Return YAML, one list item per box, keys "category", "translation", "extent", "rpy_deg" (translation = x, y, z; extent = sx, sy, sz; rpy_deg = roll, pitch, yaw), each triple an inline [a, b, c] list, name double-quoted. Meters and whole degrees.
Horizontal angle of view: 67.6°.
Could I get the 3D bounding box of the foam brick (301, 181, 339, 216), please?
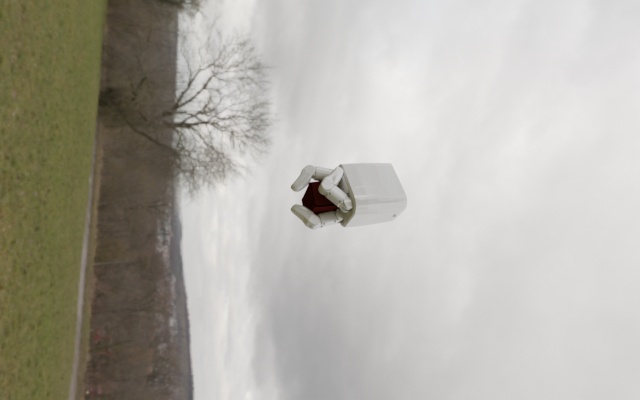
- category: "foam brick"
  translation: [0.000, 0.003, 0.899]
  extent: [0.051, 0.053, 0.078]
  rpy_deg: [-5, -22, -17]
